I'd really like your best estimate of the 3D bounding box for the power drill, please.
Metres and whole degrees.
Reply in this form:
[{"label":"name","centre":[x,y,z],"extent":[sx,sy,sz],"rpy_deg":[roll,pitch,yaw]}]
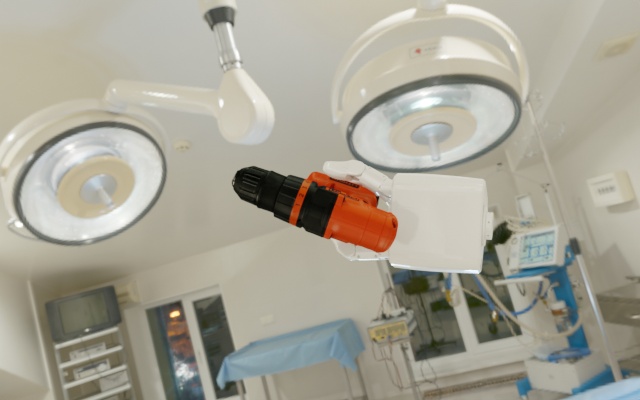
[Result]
[{"label":"power drill","centre":[0.000,0.002,0.578],"extent":[0.184,0.057,0.187],"rpy_deg":[22,9,4]}]
